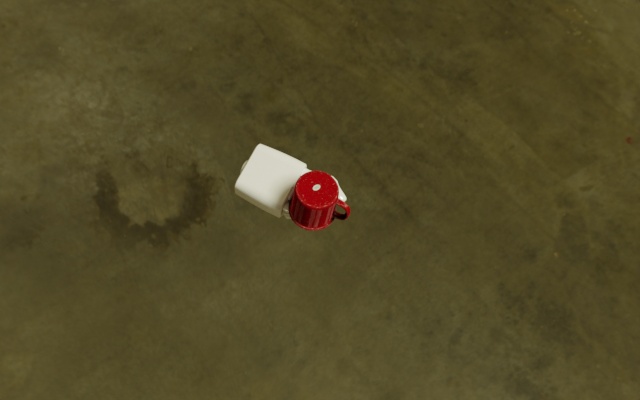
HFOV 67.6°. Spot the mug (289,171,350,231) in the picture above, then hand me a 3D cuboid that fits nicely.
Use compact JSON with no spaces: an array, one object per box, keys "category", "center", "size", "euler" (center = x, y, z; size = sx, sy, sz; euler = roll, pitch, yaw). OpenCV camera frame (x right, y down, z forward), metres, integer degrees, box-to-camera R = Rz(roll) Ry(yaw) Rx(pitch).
[{"category":"mug","center":[0.001,0.003,0.885],"size":[0.117,0.093,0.081],"euler":[25,-29,6]}]
